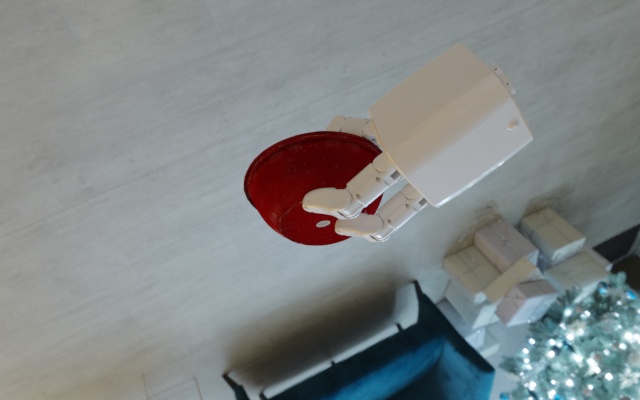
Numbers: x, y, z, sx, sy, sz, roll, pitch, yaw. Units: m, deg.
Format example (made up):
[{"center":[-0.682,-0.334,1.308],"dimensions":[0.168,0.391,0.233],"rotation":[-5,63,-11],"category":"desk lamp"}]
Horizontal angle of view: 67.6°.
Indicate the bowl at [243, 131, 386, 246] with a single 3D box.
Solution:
[{"center":[-0.001,0.003,0.508],"dimensions":[0.162,0.055,0.162],"rotation":[-5,-36,-4],"category":"bowl"}]
